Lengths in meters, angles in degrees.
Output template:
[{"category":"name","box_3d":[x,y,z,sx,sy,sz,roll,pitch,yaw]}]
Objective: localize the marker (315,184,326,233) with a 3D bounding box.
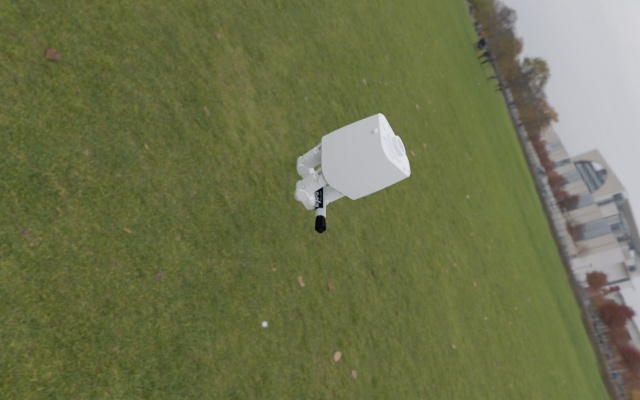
[{"category":"marker","box_3d":[0.000,0.003,0.801,0.020,0.121,0.020,0,-38,0]}]
